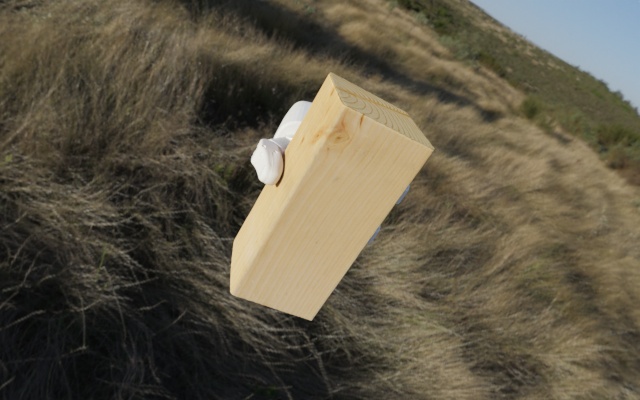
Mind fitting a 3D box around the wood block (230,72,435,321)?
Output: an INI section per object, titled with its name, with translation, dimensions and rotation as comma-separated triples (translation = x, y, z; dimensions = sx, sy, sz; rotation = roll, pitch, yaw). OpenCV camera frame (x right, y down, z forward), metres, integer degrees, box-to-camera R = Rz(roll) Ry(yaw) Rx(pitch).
[wood block]
translation = 0.000, 0.001, 0.449
dimensions = 0.091, 0.206, 0.090
rotation = 23, 25, -19
